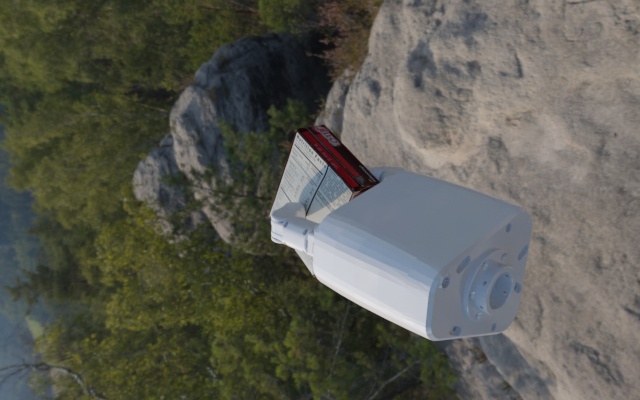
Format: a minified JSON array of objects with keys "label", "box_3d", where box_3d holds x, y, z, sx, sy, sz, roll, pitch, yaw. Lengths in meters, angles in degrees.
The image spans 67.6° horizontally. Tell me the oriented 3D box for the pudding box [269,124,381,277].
[{"label":"pudding box","box_3d":[0.000,0.002,0.439,0.039,0.114,0.090,-12,49,-37]}]
